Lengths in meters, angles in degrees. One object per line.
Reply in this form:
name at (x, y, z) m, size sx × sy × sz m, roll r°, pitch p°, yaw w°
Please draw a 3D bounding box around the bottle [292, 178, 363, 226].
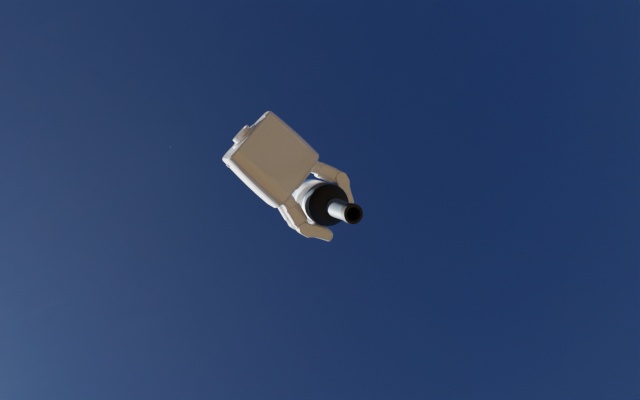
bottle at (0.000, 0.003, 0.771) m, size 0.069 × 0.069 × 0.295 m, roll 0°, pitch 6°, yaw -17°
